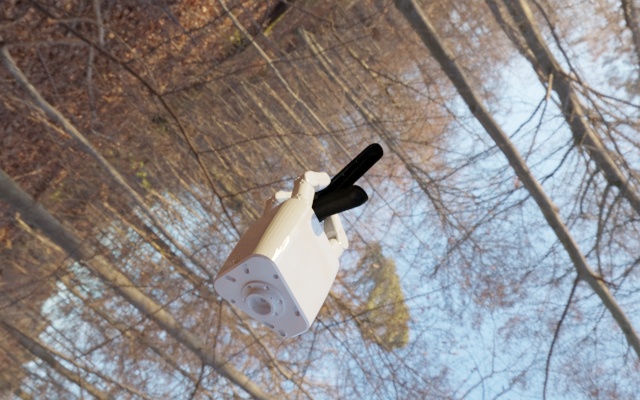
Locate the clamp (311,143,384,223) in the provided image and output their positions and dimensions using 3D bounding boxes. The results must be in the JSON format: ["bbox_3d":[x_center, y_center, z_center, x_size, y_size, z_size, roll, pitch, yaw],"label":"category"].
[{"bbox_3d":[0.000,0.003,0.652,0.210,0.036,0.164,-34,12,33],"label":"clamp"}]
